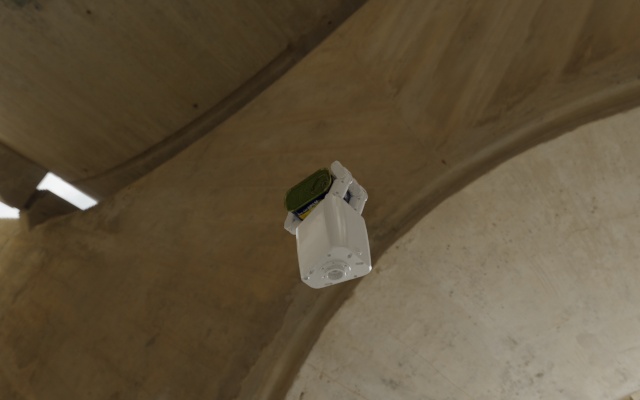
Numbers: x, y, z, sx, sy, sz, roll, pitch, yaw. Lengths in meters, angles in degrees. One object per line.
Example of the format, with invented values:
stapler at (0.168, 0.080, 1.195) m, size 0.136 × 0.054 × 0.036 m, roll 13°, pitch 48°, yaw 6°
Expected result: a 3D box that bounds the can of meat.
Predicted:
can of meat at (0.000, 0.003, 0.857) m, size 0.102 × 0.057 × 0.084 m, roll -33°, pitch -51°, yaw 20°
